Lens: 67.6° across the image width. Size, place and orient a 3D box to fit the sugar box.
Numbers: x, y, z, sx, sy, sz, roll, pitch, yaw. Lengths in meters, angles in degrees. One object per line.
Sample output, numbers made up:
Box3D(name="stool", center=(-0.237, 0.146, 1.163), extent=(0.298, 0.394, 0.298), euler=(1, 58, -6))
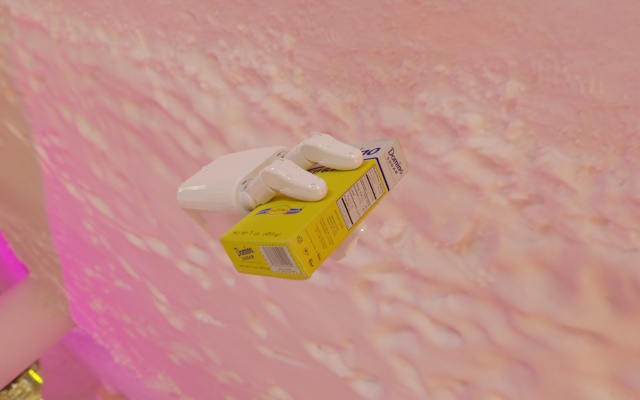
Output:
Box3D(name="sugar box", center=(0.000, 0.001, 0.449), extent=(0.093, 0.048, 0.176), euler=(-2, 34, 42))
